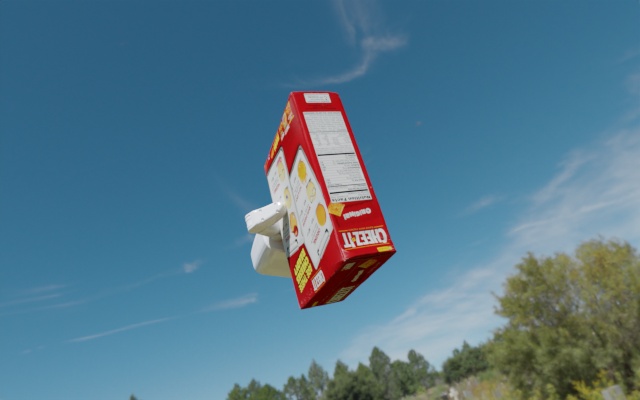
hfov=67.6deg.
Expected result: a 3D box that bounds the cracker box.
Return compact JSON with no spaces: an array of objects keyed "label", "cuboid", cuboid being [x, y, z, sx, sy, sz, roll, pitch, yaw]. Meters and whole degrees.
[{"label":"cracker box","cuboid":[0.000,0.002,0.582,0.072,0.213,0.164,-7,-26,-23]}]
